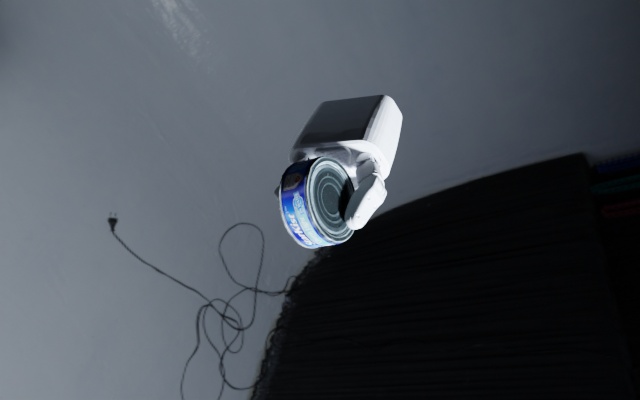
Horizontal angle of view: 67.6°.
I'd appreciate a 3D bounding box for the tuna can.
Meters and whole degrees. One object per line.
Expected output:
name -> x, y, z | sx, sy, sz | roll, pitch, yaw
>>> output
tuna can -> 0.001, 0.001, 0.457 | 0.034, 0.086, 0.086 | -12, -7, 35
